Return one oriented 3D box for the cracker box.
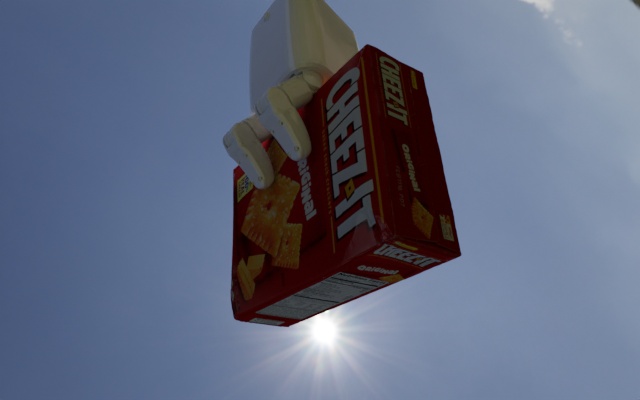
[{"bbox_3d":[0.000,0.001,0.409,0.072,0.164,0.214,15,-33,-33],"label":"cracker box"}]
